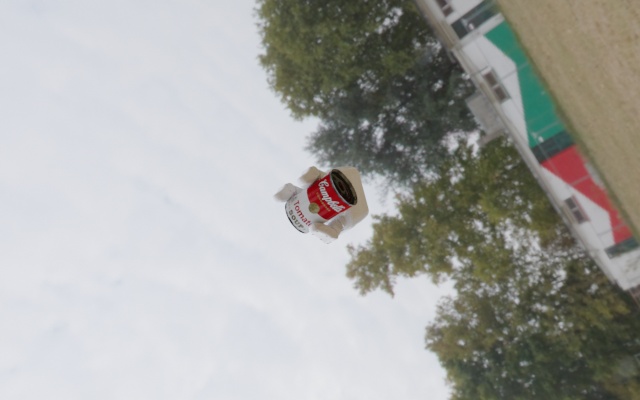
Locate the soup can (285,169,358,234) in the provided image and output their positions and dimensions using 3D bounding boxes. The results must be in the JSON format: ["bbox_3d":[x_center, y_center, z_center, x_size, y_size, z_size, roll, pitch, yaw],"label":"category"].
[{"bbox_3d":[0.000,0.003,0.785,0.102,0.068,0.068,-33,-16,26],"label":"soup can"}]
